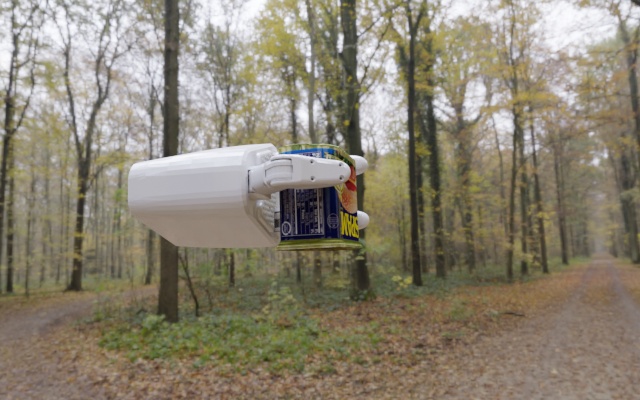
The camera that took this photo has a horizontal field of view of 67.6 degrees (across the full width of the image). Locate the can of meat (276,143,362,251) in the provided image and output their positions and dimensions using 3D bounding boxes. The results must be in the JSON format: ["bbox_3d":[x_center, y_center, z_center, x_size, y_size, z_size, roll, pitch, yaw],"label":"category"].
[{"bbox_3d":[0.000,0.001,0.416,0.057,0.084,0.102,-4,-8,16],"label":"can of meat"}]
